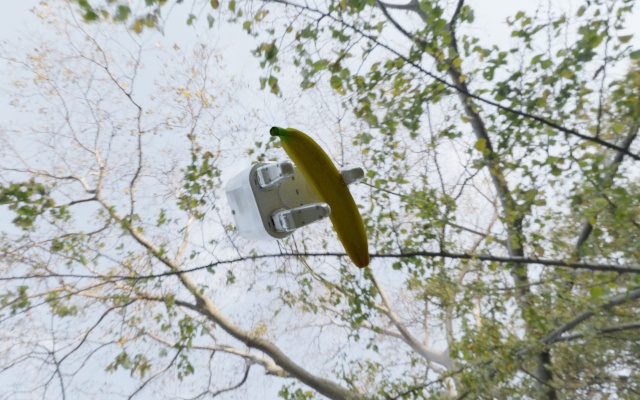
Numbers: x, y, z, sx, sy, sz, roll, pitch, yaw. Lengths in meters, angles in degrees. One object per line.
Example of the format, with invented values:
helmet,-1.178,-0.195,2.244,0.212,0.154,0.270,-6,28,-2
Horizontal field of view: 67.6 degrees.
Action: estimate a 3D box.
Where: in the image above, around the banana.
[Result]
banana,0.005,-0.011,0.557,0.037,0.198,0.069,-23,21,35
